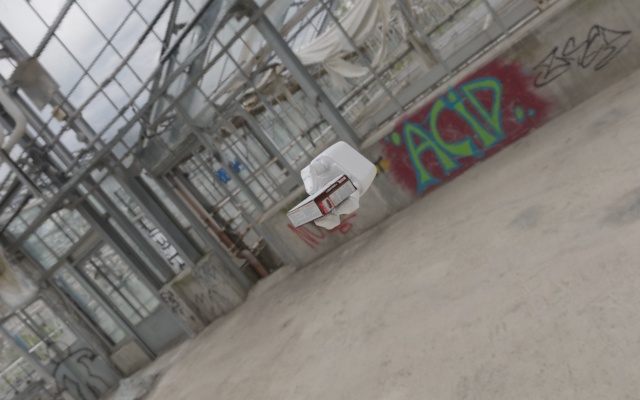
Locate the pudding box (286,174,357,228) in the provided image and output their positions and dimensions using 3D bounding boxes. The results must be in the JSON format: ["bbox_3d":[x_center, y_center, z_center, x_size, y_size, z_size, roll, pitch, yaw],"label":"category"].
[{"bbox_3d":[0.000,0.003,0.857,0.090,0.039,0.113,-39,5,-31],"label":"pudding box"}]
